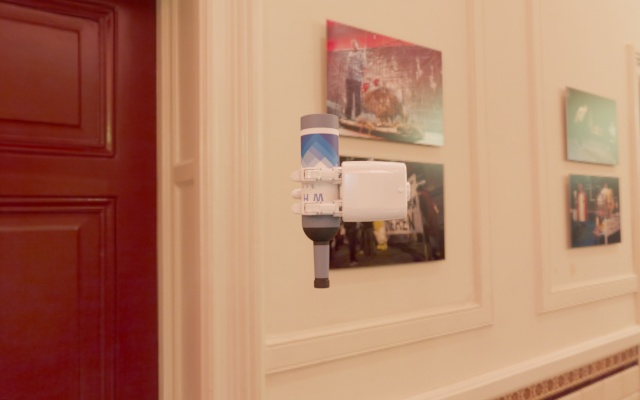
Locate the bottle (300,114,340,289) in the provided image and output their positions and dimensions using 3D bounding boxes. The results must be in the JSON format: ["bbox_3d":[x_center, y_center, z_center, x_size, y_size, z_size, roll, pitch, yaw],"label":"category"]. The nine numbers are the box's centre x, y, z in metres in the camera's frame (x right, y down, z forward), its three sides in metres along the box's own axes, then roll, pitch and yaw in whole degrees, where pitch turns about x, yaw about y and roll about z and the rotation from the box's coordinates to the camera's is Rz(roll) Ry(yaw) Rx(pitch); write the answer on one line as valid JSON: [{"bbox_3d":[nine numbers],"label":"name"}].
[{"bbox_3d":[0.000,0.002,0.826,0.069,0.295,0.069,-1,-2,0],"label":"bottle"}]
